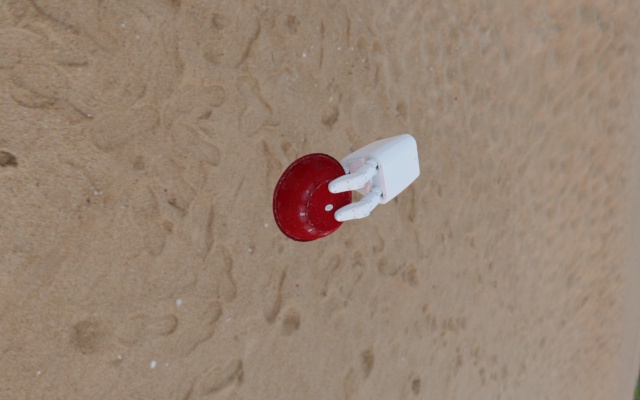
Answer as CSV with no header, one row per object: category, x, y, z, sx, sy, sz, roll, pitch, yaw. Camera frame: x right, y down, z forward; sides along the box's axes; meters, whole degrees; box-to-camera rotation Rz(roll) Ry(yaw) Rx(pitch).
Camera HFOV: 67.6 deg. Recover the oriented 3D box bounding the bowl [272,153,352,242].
bowl,-0.001,0.004,0.816,0.162,0.162,0.055,0,16,-36
